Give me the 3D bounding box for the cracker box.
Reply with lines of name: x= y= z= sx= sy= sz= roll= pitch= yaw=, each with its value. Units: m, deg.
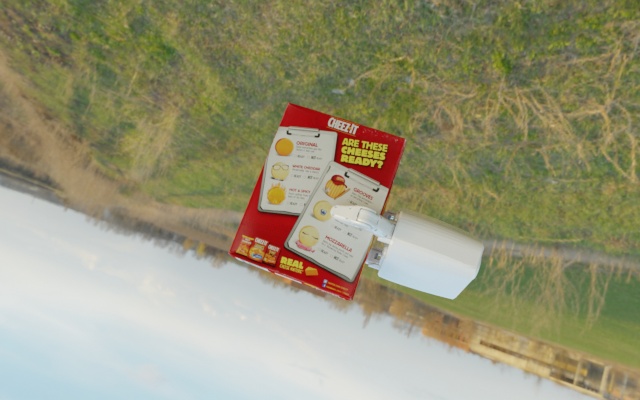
cracker box: x=0.000 y=0.002 z=0.623 sx=0.164 sy=0.213 sz=0.072 roll=19 pitch=-11 yaw=8
